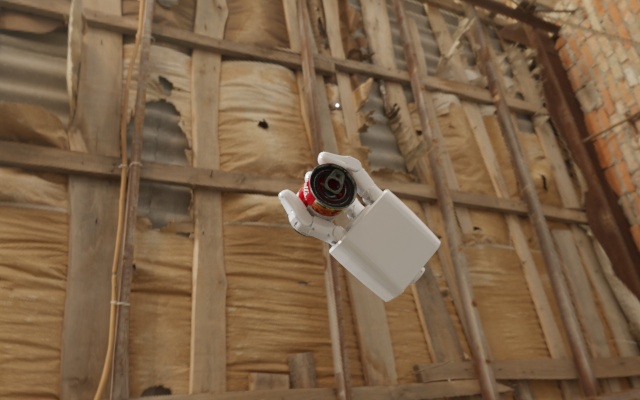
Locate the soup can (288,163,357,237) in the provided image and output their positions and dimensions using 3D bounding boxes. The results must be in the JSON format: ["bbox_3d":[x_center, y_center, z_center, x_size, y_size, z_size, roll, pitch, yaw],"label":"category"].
[{"bbox_3d":[0.000,0.002,0.666,0.068,0.068,0.102,0,-26,-23],"label":"soup can"}]
